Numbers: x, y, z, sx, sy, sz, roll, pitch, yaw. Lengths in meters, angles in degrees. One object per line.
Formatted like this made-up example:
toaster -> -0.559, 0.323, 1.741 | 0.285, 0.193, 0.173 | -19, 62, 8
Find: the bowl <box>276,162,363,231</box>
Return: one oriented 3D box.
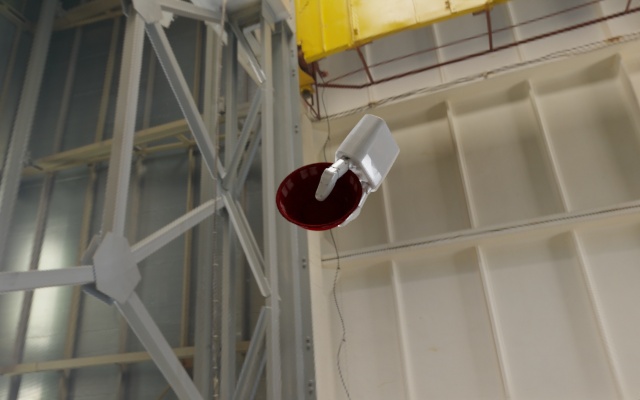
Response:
bowl -> -0.001, 0.004, 0.898 | 0.162, 0.162, 0.055 | 0, -41, 10
